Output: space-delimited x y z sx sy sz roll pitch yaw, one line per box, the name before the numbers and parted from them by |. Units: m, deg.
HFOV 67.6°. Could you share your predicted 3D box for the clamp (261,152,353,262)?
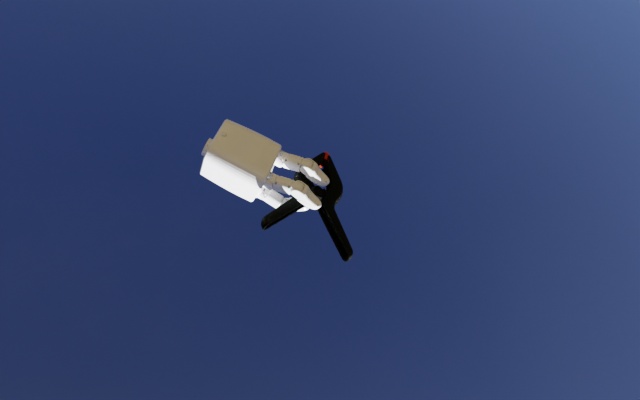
clamp | 0.000 0.003 0.843 0.164 0.209 0.036 29 -41 -11
